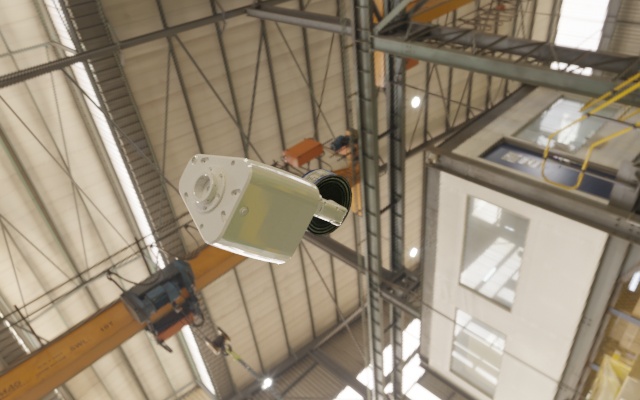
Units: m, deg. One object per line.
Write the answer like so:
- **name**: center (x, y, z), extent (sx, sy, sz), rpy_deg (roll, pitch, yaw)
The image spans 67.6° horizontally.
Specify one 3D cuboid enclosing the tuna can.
- **tuna can**: center (0.000, 0.002, 0.634), extent (0.086, 0.086, 0.033), rpy_deg (0, 20, -43)
